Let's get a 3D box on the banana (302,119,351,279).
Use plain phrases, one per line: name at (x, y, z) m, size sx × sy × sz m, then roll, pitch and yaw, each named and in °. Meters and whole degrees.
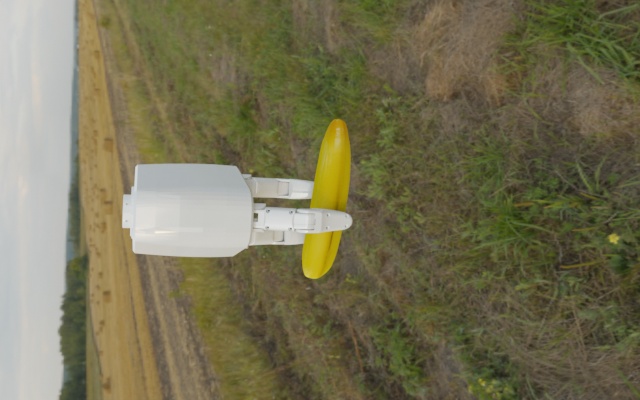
banana at (0.003, 0.014, 0.518) m, size 0.037 × 0.198 × 0.069 m, roll 4°, pitch 28°, yaw -15°
